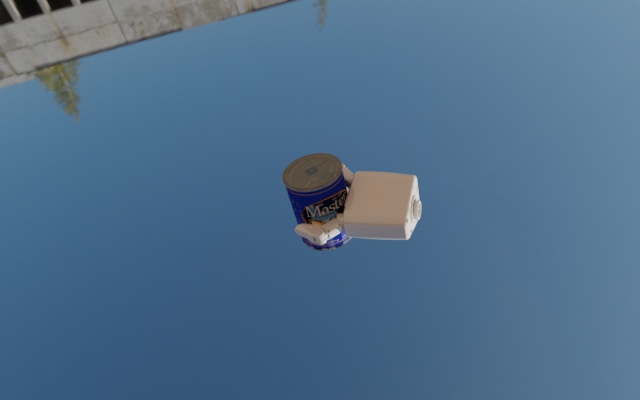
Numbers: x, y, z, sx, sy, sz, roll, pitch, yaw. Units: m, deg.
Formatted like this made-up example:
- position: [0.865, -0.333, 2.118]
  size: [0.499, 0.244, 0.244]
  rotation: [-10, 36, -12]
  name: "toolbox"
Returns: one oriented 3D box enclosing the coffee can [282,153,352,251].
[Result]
- position: [0.000, 0.003, 0.840]
  size: [0.103, 0.140, 0.102]
  rotation: [-10, 38, 8]
  name: "coffee can"
